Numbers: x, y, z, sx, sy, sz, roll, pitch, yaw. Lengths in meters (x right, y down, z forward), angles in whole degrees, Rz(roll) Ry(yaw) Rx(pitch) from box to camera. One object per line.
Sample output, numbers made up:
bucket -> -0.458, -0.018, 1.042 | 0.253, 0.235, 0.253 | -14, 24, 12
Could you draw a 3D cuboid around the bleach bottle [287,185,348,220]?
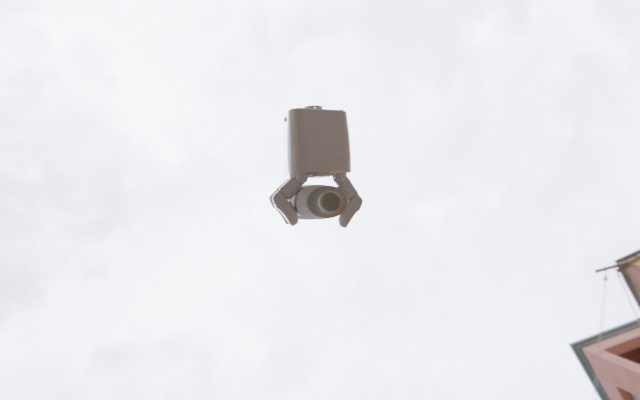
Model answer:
bleach bottle -> 0.000, 0.003, 0.815 | 0.102, 0.068, 0.251 | -2, 0, -11
